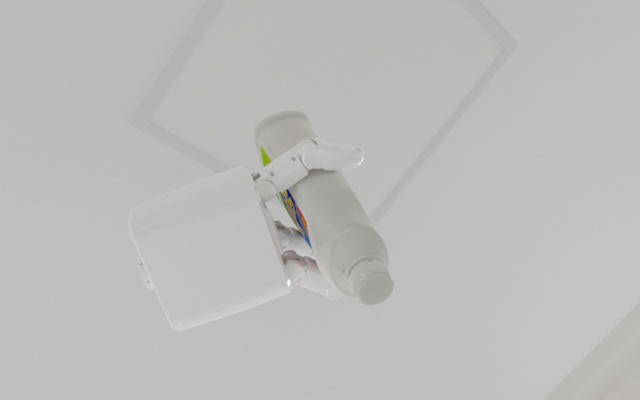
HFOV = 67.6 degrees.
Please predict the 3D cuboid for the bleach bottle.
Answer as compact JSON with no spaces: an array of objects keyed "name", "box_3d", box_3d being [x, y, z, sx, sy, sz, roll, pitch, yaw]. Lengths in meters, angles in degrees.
[{"name":"bleach bottle","box_3d":[0.000,0.002,0.445,0.068,0.103,0.250,-20,32,-9]}]
